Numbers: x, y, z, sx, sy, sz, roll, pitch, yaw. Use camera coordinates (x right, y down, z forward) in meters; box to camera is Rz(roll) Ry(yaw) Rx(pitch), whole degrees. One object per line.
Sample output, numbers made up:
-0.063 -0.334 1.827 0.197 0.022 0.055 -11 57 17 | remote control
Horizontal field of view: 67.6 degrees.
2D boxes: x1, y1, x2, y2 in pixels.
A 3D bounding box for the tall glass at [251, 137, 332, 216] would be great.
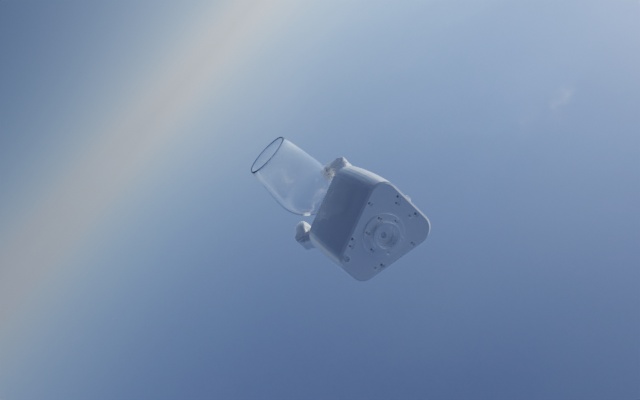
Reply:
0.000 0.003 0.651 0.201 0.079 0.079 42 -18 -21 | tall glass
